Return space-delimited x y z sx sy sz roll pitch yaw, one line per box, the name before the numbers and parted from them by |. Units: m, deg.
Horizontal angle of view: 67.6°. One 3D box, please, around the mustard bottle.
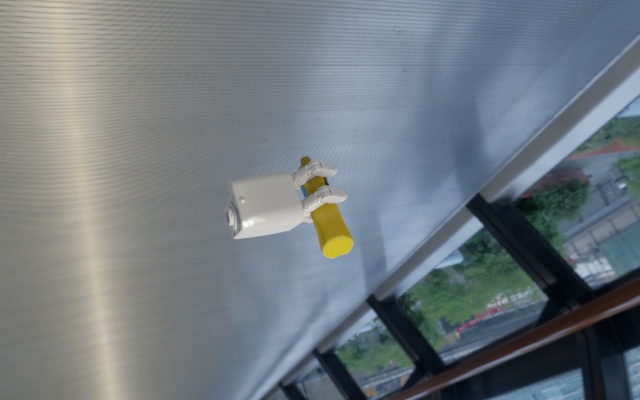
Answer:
mustard bottle | 0.001 0.003 0.859 0.058 0.191 0.096 -21 -25 0
